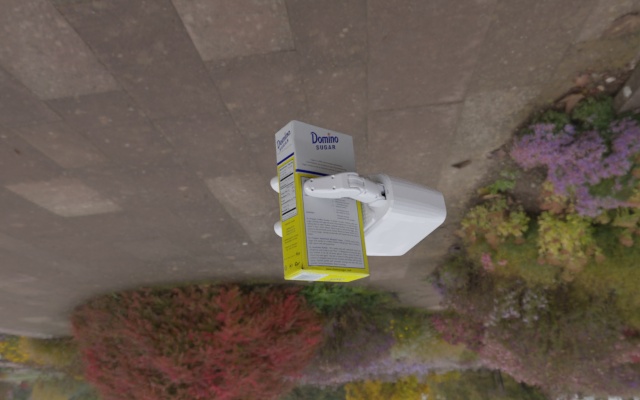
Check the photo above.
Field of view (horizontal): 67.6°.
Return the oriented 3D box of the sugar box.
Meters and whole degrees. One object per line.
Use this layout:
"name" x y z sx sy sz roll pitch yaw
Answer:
"sugar box" 0.000 0.002 0.551 0.093 0.176 0.048 10 -26 -36
